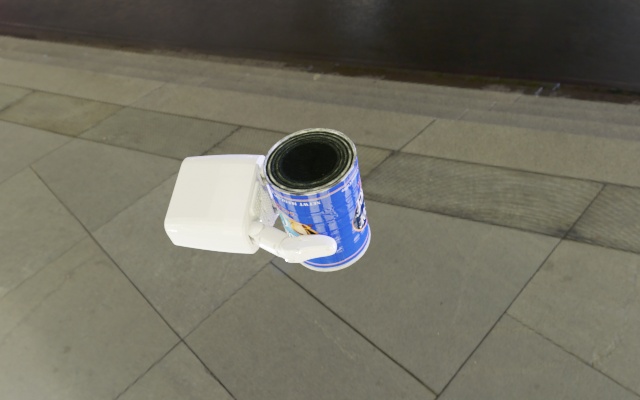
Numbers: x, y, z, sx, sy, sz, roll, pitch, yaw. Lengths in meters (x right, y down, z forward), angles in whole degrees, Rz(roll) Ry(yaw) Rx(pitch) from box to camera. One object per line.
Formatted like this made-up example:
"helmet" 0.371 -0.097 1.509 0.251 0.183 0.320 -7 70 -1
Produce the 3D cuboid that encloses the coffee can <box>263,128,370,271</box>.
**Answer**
"coffee can" 0.000 0.002 0.559 0.103 0.102 0.140 0 -42 14
